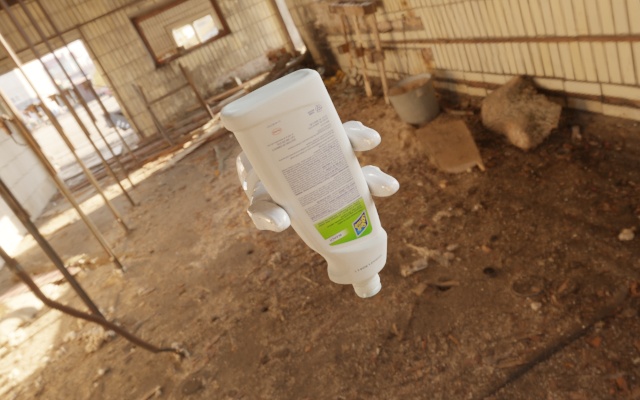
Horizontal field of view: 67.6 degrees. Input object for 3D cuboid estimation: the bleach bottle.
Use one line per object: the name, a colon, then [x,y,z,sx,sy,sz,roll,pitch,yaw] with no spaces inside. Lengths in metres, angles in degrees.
bleach bottle: [0.000,0.002,0.491,0.102,0.251,0.068,-28,25,-7]
